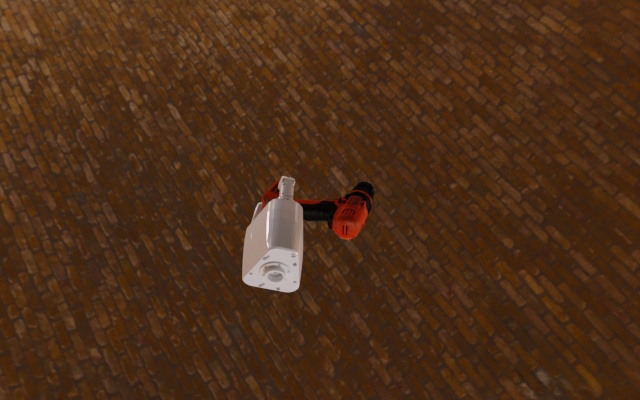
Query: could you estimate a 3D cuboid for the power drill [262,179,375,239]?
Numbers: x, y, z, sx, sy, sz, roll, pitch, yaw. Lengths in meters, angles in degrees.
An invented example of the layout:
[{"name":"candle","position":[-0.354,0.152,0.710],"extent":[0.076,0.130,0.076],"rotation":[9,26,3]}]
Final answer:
[{"name":"power drill","position":[0.000,0.003,0.876],"extent":[0.187,0.057,0.184],"rotation":[6,23,14]}]
